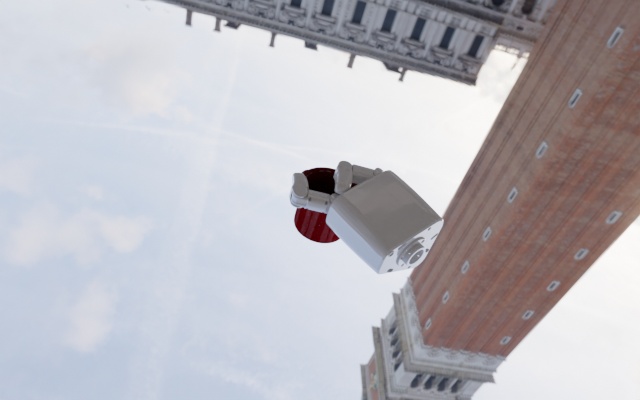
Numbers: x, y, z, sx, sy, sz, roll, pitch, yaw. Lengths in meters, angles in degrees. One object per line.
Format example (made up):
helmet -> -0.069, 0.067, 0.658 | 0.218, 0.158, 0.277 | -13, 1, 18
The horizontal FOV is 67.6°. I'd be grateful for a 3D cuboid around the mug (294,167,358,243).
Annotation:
mug -> -0.001, 0.002, 0.720 | 0.093, 0.082, 0.117 | -15, 47, -36
